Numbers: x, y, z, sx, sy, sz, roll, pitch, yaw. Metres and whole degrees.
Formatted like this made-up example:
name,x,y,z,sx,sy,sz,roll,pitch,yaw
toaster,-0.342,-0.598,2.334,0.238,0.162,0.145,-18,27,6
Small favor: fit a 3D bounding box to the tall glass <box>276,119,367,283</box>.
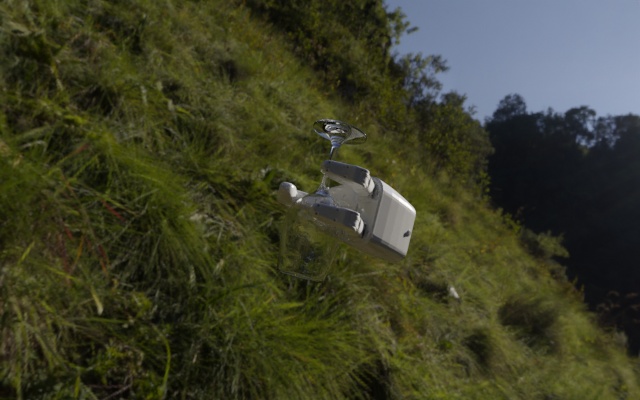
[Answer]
name,x,y,z,sx,sy,sz,roll,pitch,yaw
tall glass,0.000,0.001,0.620,0.079,0.201,0.079,15,-12,3
